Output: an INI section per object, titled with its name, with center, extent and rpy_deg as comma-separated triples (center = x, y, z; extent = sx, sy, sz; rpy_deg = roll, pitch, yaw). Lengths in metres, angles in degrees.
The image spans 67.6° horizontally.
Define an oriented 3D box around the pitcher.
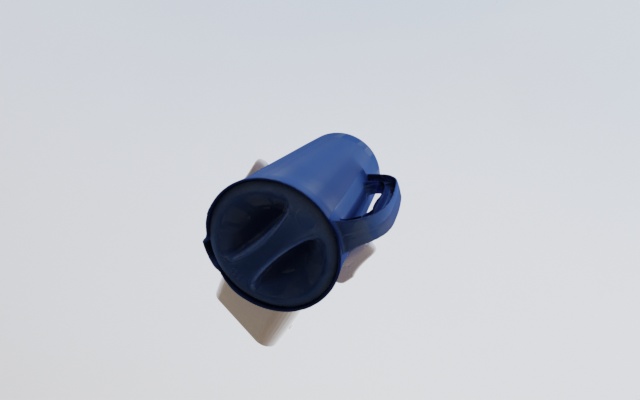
[pitcher]
center = 0.000, 0.002, 0.524
extent = 0.149, 0.145, 0.242
rpy_deg = 32, 28, 5
